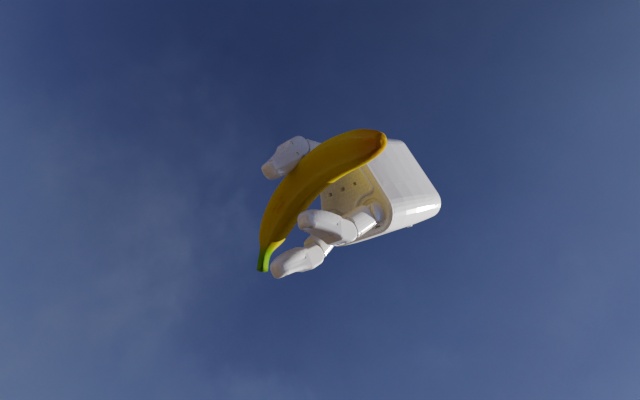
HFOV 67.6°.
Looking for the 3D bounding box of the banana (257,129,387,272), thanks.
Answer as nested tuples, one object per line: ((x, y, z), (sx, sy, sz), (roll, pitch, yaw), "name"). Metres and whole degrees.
((-0.008, -0.011, 0.460), (0.037, 0.069, 0.198), (10, -46, -38), "banana")
